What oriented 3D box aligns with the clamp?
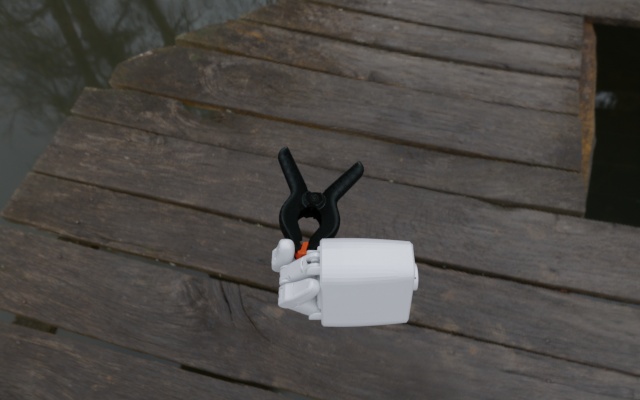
[{"bbox_3d":[0.000,0.002,0.630,0.120,0.171,0.039,1,-31,0],"label":"clamp"}]
